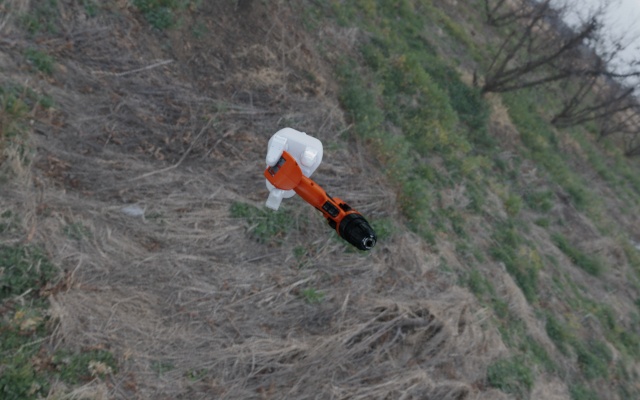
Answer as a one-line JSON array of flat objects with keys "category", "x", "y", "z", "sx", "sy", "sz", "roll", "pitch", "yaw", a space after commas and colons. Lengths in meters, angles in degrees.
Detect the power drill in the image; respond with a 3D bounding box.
[{"category": "power drill", "x": 0.000, "y": 0.002, "z": 0.798, "sx": 0.188, "sy": 0.057, "sz": 0.184, "roll": 40, "pitch": 0, "yaw": -24}]
